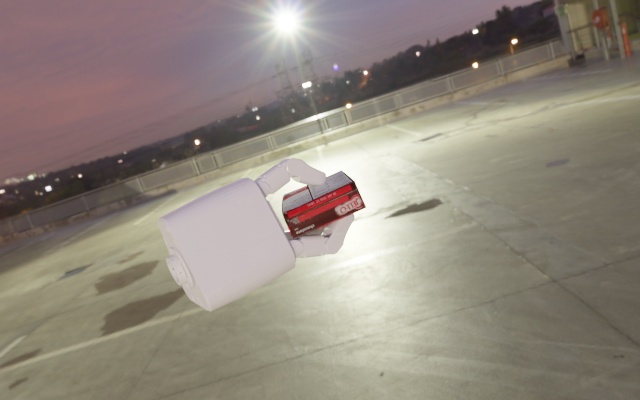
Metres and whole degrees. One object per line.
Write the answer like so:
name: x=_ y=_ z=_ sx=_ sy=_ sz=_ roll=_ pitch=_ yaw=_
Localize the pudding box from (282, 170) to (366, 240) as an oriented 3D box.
pudding box: x=0.000 y=0.002 z=0.576 sx=0.090 sy=0.039 sz=0.113 roll=-23 pitch=13 yaw=0
